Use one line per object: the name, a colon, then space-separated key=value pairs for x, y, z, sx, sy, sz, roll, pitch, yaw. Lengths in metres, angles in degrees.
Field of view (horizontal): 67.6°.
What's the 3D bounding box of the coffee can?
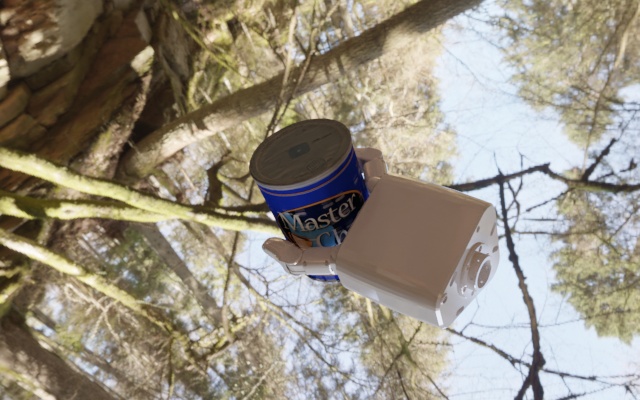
coffee can: x=0.000 y=0.002 z=0.496 sx=0.103 sy=0.140 sz=0.102 roll=-13 pitch=40 yaw=11
